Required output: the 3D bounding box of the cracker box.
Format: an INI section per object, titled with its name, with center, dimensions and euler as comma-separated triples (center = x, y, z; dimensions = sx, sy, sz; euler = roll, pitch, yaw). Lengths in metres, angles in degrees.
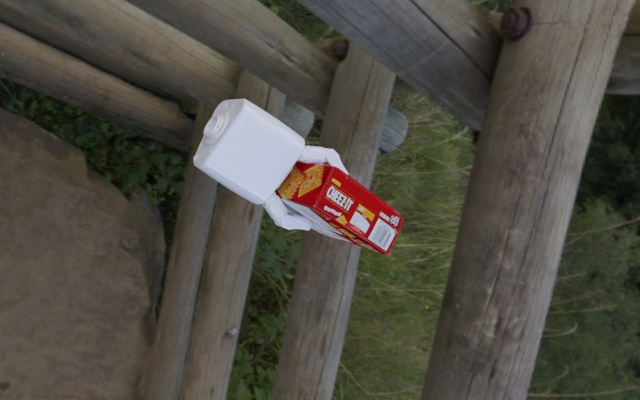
[cracker box]
center = 0.000, 0.003, 0.755
dimensions = 0.164, 0.072, 0.213
euler = 34, -11, -34
